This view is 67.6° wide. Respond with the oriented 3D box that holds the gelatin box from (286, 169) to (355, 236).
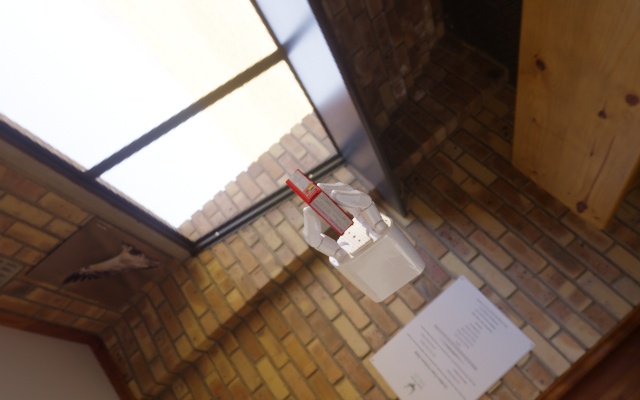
[{"bbox_3d":[0.000,0.002,0.675,0.089,0.030,0.073,43,0,-40],"label":"gelatin box"}]
